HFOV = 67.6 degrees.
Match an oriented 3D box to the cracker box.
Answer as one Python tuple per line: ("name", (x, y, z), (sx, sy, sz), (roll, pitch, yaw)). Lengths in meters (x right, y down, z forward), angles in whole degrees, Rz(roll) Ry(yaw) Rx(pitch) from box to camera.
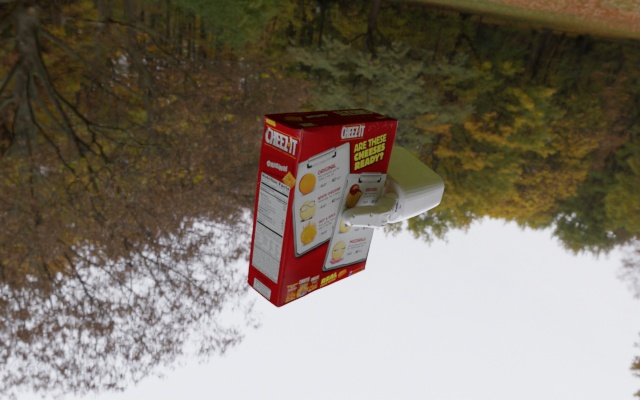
("cracker box", (0.000, 0.002, 0.579), (0.072, 0.214, 0.164), (27, 28, 38))
